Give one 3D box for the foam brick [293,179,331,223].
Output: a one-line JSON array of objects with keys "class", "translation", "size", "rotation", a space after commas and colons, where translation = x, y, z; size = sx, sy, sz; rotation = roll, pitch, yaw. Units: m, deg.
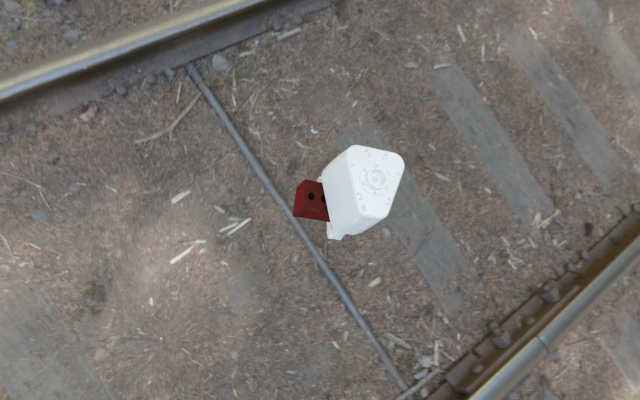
[{"class": "foam brick", "translation": [0.000, 0.003, 0.784], "size": [0.078, 0.053, 0.051], "rotation": [10, -17, -15]}]
